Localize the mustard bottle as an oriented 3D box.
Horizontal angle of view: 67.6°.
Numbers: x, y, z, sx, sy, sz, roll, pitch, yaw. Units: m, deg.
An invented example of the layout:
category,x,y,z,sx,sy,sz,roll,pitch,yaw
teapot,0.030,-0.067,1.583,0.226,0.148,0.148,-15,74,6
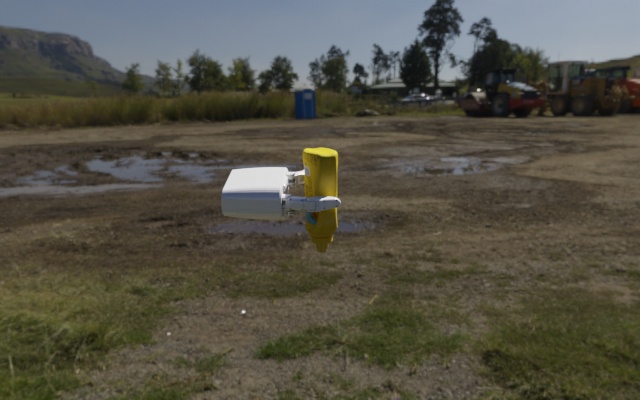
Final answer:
category,x,y,z,sx,sy,sz,roll,pitch,yaw
mustard bottle,0.000,0.003,0.877,0.058,0.192,0.096,-5,14,-19
